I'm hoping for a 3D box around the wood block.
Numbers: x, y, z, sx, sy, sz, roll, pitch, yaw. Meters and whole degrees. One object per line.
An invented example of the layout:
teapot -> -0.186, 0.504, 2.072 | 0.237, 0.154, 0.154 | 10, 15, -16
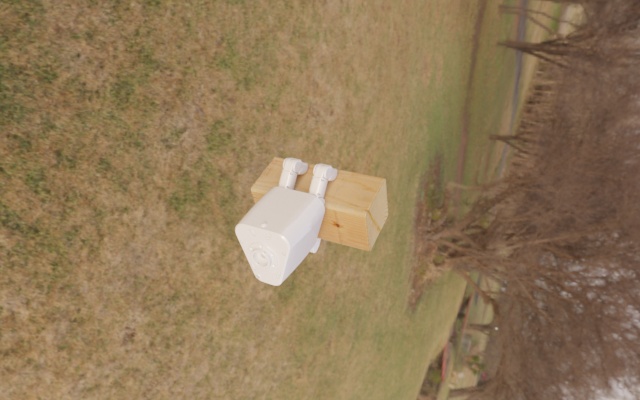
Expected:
wood block -> 0.000, 0.003, 0.807 | 0.206, 0.091, 0.090 | 13, 50, 23
